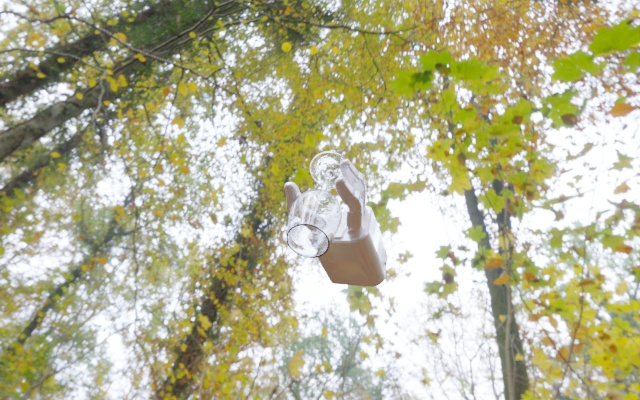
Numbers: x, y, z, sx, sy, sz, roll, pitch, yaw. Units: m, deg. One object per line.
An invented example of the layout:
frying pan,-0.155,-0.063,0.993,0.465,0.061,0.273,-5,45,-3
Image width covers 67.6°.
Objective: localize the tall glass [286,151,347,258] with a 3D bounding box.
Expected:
tall glass,0.000,0.002,0.748,0.079,0.079,0.201,0,34,13
